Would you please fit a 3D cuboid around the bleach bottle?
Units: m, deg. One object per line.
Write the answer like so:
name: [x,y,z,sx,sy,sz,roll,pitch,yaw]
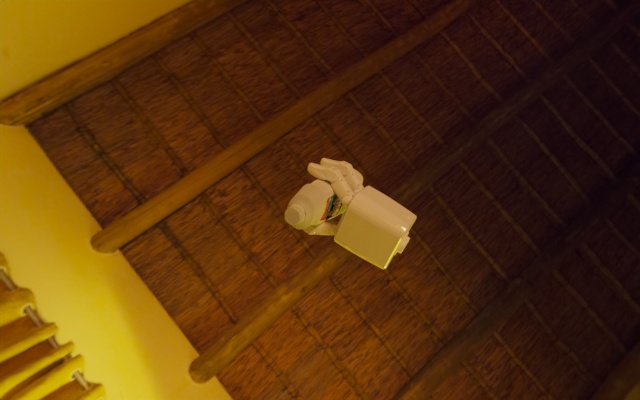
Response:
bleach bottle: [0.000,0.003,0.867,0.068,0.103,0.250,32,24,13]
